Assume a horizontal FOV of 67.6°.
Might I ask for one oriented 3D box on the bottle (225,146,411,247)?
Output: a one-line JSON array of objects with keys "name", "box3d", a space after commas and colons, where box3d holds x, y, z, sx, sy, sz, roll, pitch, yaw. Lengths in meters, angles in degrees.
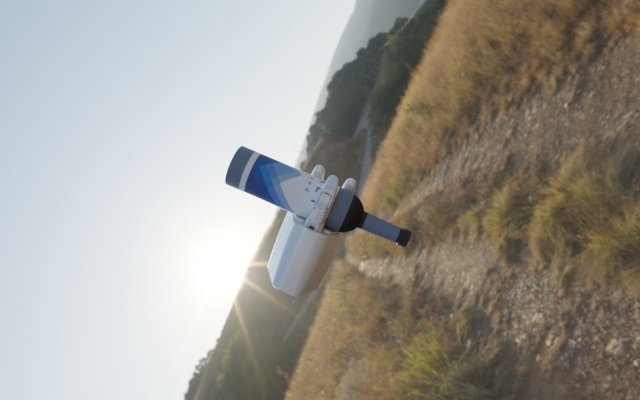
[{"name": "bottle", "box3d": [0.000, 0.002, 0.743, 0.296, 0.069, 0.069, 23, 1, 1]}]
